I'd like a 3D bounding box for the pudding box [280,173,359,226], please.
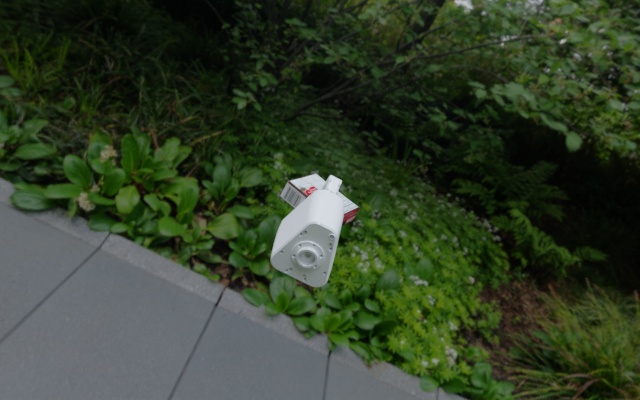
[{"bbox_3d":[0.000,0.003,0.838,0.113,0.039,0.090,40,29,19],"label":"pudding box"}]
